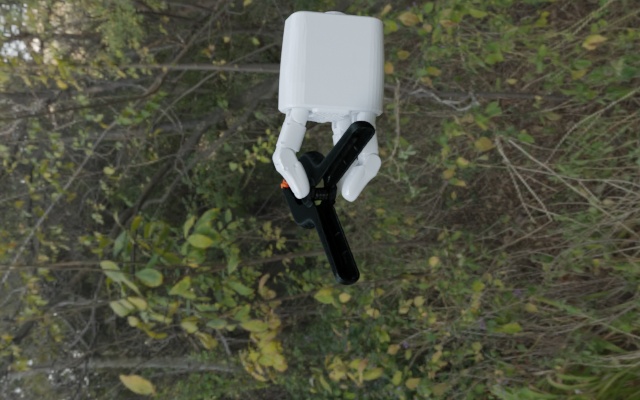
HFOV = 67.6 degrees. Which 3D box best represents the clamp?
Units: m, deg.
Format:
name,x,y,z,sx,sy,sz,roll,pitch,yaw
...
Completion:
name,x,y,z,sx,sy,sz,roll,pitch,yaw
clamp,-0.001,0.002,0.552,0.036,0.164,0.210,4,0,-24
